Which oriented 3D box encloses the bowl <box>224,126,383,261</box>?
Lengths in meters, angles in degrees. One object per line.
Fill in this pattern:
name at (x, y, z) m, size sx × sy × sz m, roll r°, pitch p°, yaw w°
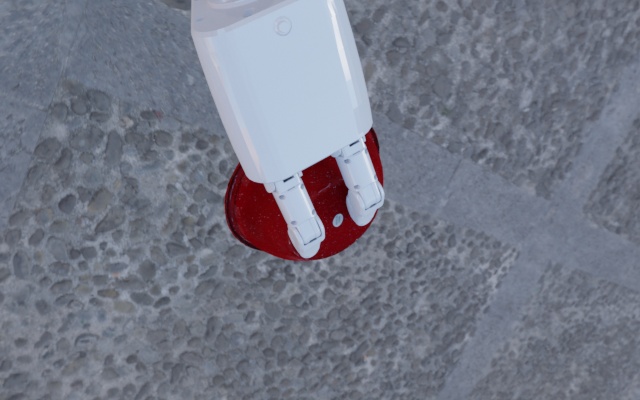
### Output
bowl at (0.001, 0.002, 0.427) m, size 0.162 × 0.162 × 0.055 m, roll 0°, pitch 37°, yaw -39°
